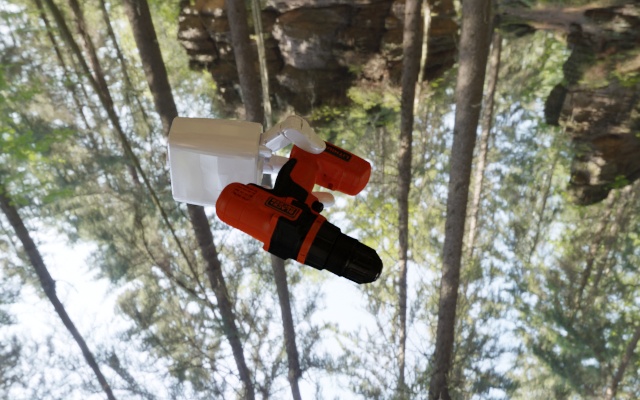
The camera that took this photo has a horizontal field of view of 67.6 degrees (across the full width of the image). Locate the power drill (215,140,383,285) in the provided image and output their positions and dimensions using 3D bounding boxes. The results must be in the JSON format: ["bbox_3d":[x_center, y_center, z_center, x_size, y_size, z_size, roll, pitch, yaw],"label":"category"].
[{"bbox_3d":[0.000,0.001,0.545,0.184,0.057,0.187,26,34,5],"label":"power drill"}]
